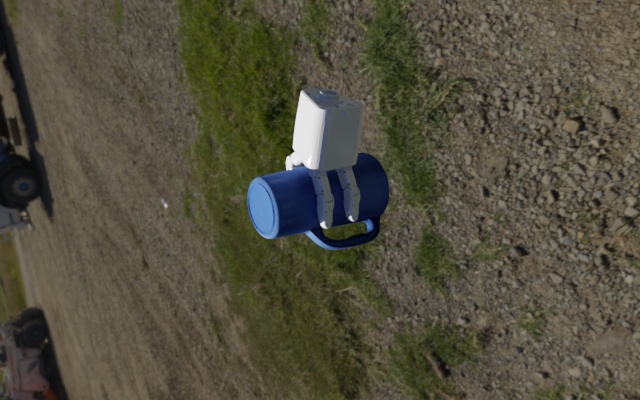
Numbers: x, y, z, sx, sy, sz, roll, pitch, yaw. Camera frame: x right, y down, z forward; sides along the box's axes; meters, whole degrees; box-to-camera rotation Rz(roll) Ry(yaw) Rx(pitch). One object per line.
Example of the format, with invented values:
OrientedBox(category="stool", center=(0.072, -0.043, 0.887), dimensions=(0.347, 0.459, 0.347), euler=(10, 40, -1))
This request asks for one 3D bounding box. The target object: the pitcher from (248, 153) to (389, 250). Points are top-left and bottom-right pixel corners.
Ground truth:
OrientedBox(category="pitcher", center=(0.000, 0.003, 0.865), dimensions=(0.243, 0.145, 0.149), euler=(-13, 36, -34))
